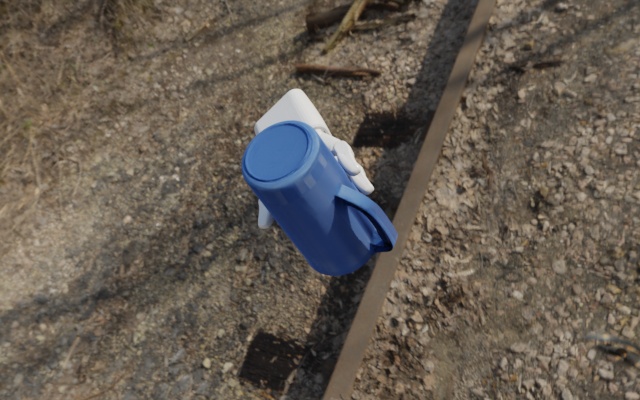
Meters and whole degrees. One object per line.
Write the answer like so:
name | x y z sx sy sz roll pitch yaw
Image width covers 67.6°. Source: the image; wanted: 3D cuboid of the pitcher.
pitcher | 0.000 0.002 0.673 0.149 0.145 0.243 -28 -38 6
